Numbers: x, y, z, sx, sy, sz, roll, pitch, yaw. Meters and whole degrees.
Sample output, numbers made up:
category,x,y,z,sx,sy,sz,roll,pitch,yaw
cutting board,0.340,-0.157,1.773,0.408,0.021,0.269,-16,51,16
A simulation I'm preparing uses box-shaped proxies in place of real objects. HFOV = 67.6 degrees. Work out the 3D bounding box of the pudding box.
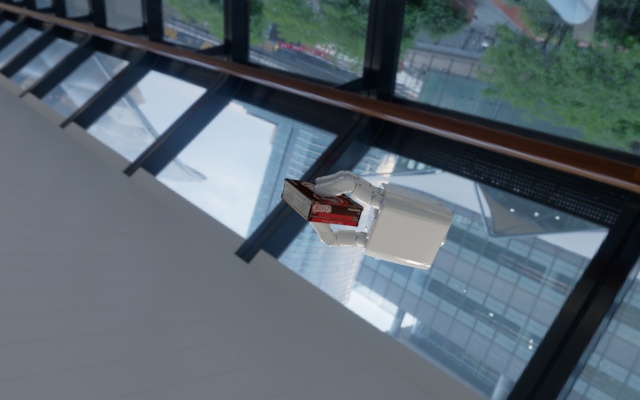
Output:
category,x,y,z,sx,sy,sz,roll,pitch,yaw
pudding box,0.000,0.003,0.741,0.090,0.039,0.113,9,13,-29
